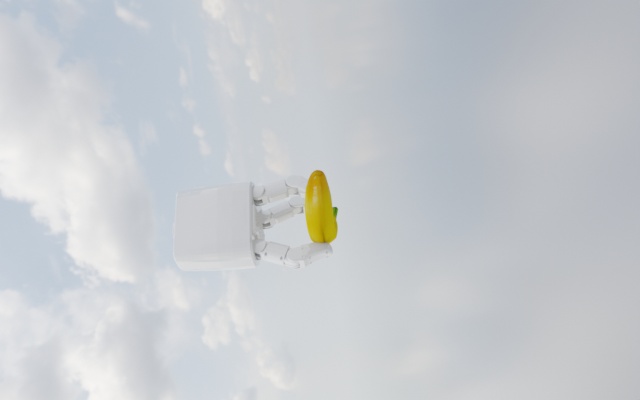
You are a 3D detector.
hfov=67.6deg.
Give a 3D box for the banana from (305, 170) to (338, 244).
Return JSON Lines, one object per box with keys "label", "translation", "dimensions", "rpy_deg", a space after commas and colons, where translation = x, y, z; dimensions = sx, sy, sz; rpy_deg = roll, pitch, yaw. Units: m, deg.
{"label": "banana", "translation": [0.001, 0.021, 0.622], "dimensions": [0.037, 0.069, 0.198], "rpy_deg": [-3, -14, 5]}
